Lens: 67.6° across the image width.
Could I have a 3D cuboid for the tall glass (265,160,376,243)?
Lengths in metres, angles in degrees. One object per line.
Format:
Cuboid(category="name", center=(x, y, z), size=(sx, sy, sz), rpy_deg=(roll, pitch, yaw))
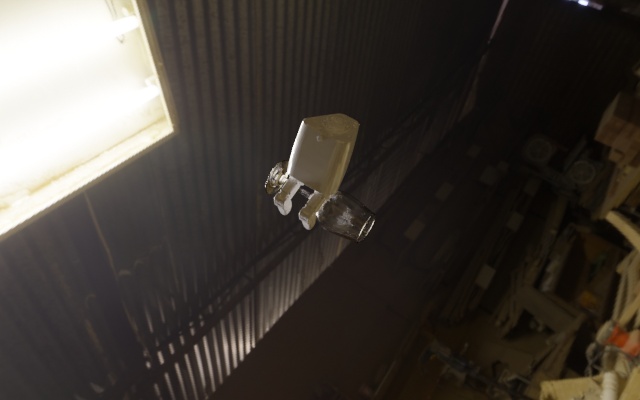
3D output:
Cuboid(category="tall glass", center=(0.000, 0.003, 0.878), size=(0.201, 0.079, 0.079), rpy_deg=(30, 10, 17))
